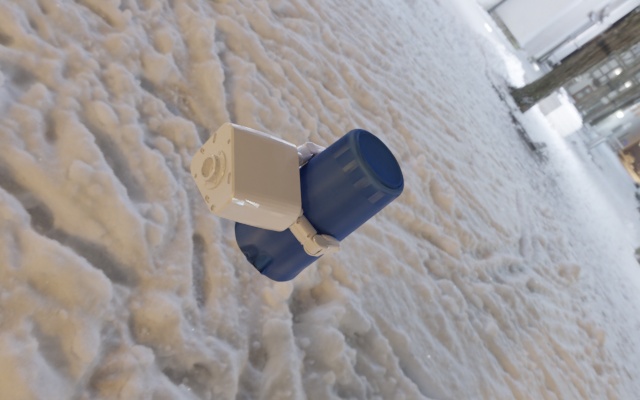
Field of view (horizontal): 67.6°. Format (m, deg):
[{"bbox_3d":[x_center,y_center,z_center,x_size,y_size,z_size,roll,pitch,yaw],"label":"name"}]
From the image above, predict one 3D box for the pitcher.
[{"bbox_3d":[0.000,0.002,0.696,0.145,0.149,0.243,16,-43,-45],"label":"pitcher"}]
